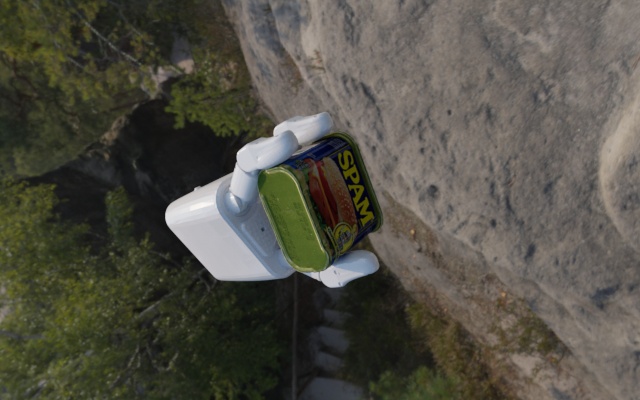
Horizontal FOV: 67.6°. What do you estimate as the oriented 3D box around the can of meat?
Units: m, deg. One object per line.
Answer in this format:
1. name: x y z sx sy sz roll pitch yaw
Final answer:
1. can of meat: 0.000 0.002 0.419 0.057 0.102 0.084 -9 17 43
